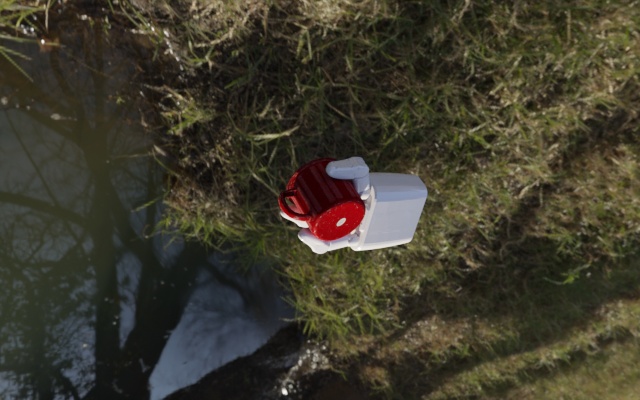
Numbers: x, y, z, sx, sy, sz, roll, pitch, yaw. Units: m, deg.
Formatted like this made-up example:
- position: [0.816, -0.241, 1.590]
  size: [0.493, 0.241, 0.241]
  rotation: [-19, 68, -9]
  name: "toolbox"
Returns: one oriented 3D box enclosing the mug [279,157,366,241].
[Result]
- position: [-0.001, 0.002, 0.654]
  size: [0.117, 0.093, 0.081]
  rotation: [-5, 45, -31]
  name: "mug"
